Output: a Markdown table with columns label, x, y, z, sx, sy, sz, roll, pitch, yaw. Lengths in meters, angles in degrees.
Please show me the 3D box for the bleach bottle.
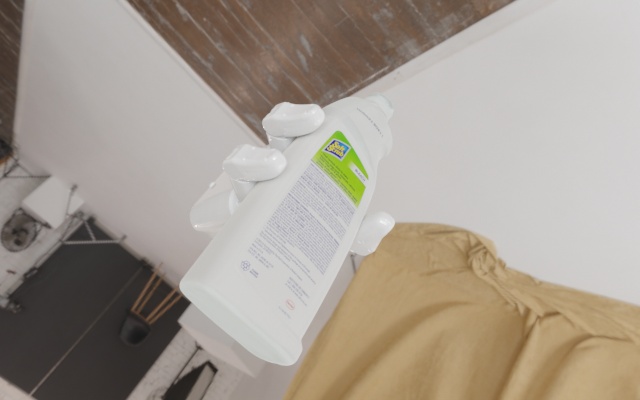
| label | x | y | z | sx | sy | sz | roll | pitch | yaw |
| --- | --- | --- | --- | --- | --- | --- | --- | --- | --- |
| bleach bottle | 0.000 | 0.001 | 0.402 | 0.102 | 0.250 | 0.068 | 48 | -32 | -20 |
